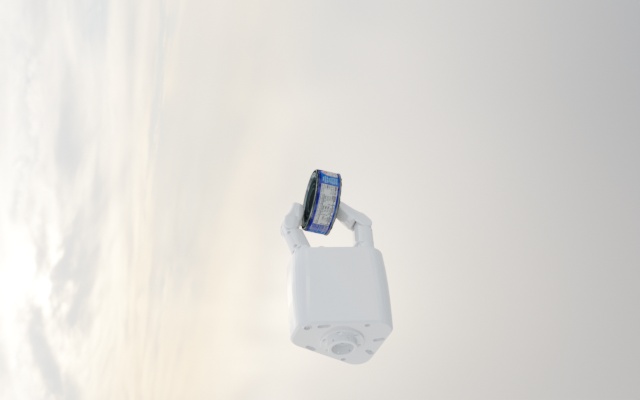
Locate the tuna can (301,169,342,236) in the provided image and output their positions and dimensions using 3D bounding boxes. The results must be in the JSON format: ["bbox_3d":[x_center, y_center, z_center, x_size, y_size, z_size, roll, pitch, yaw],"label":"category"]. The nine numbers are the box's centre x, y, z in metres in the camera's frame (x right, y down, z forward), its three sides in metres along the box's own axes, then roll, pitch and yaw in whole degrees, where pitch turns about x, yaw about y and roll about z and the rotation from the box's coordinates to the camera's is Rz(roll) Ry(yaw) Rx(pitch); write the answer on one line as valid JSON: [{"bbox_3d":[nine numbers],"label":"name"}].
[{"bbox_3d":[0.000,0.002,0.635,0.034,0.086,0.086,12,-2,-11],"label":"tuna can"}]
